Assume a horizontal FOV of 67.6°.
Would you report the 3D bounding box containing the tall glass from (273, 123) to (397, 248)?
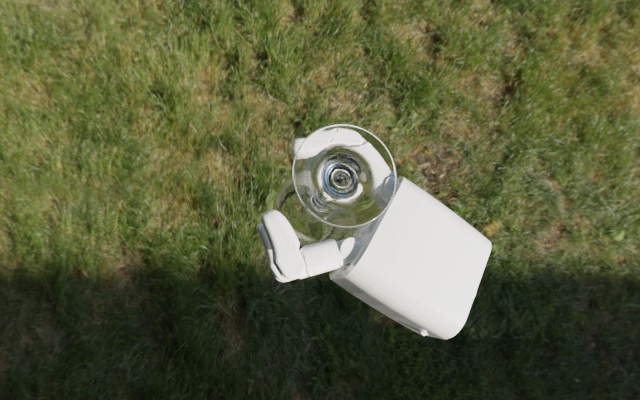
[{"bbox_3d":[0.000,0.001,0.423,0.079,0.079,0.201,0,-11,-11],"label":"tall glass"}]
